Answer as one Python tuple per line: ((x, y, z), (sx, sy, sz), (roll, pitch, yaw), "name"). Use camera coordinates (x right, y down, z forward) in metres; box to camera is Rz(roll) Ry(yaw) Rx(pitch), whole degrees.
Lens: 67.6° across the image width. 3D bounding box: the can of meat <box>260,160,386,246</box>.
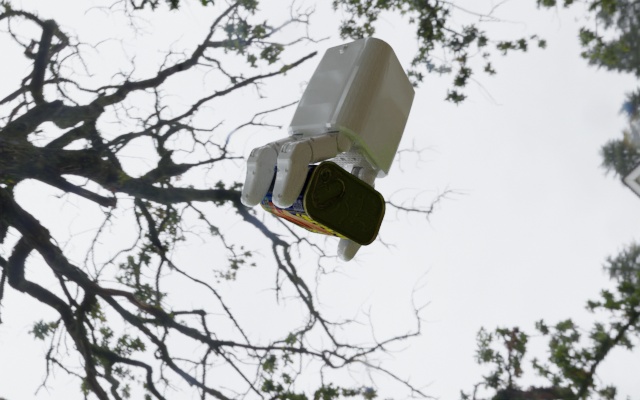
((0.000, 0.002, 0.479), (0.102, 0.057, 0.084), (29, -15, -38), "can of meat")
